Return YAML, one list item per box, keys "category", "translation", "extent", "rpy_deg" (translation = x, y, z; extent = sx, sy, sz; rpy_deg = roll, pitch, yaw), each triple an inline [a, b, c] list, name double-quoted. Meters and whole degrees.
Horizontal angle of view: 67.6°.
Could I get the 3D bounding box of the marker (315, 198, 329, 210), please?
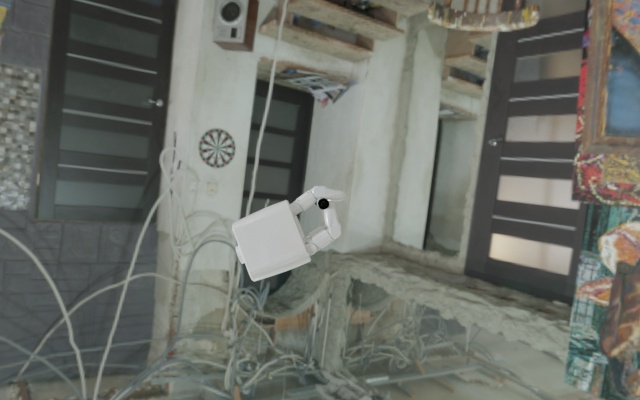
- category: "marker"
  translation: [0.000, 0.003, 0.840]
  extent: [0.020, 0.020, 0.121]
  rpy_deg: [0, 3, -5]
